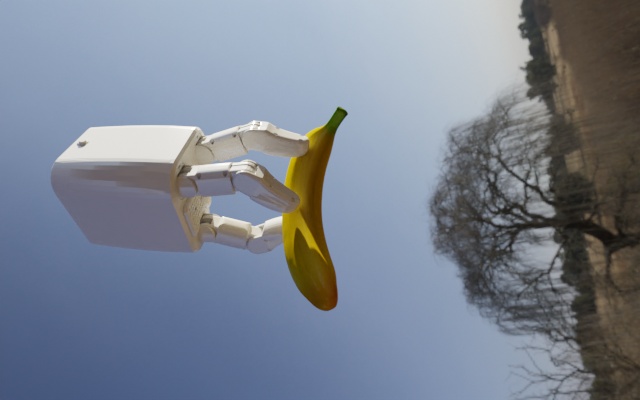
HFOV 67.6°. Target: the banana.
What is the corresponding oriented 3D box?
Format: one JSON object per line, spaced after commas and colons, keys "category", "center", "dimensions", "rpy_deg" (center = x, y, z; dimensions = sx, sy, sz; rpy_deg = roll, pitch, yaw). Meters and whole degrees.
{"category": "banana", "center": [-0.009, 0.006, 0.420], "dimensions": [0.037, 0.197, 0.070], "rpy_deg": [18, -34, -23]}
